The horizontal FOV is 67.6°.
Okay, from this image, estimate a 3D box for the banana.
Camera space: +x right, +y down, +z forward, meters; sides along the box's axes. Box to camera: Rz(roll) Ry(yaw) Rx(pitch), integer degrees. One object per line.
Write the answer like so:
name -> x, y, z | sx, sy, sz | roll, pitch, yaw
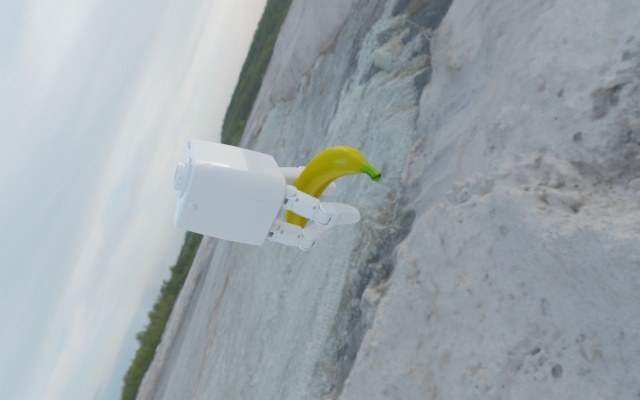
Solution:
banana -> -0.002, -0.017, 0.602 | 0.037, 0.069, 0.198 | 2, -24, -33
